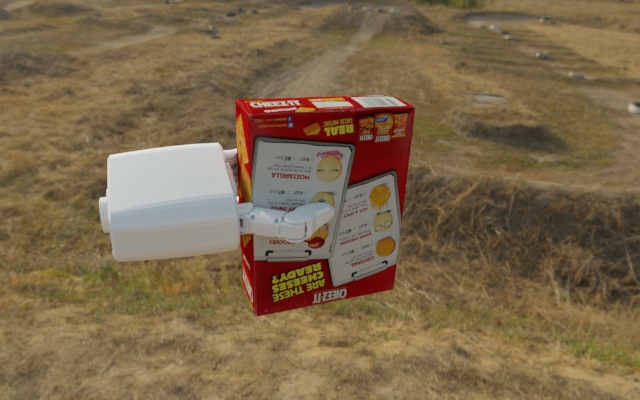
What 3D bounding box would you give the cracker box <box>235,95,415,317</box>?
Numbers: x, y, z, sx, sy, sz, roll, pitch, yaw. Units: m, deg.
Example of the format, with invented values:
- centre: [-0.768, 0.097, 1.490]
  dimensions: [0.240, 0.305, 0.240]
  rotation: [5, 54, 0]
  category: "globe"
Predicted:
- centre: [0.000, 0.002, 0.498]
  dimensions: [0.164, 0.214, 0.072]
  rotation: [-7, 27, -18]
  category: "cracker box"
